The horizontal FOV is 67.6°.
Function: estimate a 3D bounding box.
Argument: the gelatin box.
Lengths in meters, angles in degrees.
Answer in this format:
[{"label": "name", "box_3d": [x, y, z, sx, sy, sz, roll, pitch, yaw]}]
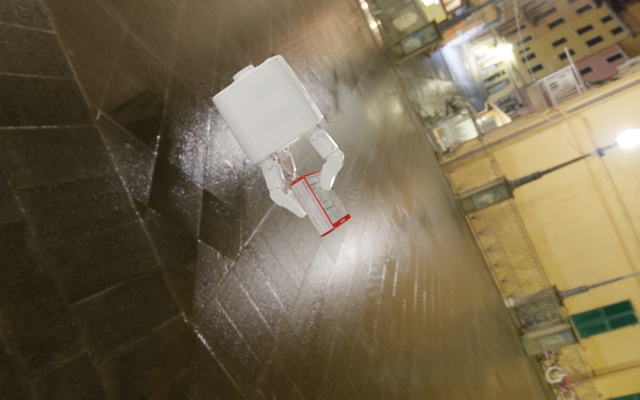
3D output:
[{"label": "gelatin box", "box_3d": [0.001, 0.002, 0.694, 0.030, 0.089, 0.073, -33, -3, 24]}]
